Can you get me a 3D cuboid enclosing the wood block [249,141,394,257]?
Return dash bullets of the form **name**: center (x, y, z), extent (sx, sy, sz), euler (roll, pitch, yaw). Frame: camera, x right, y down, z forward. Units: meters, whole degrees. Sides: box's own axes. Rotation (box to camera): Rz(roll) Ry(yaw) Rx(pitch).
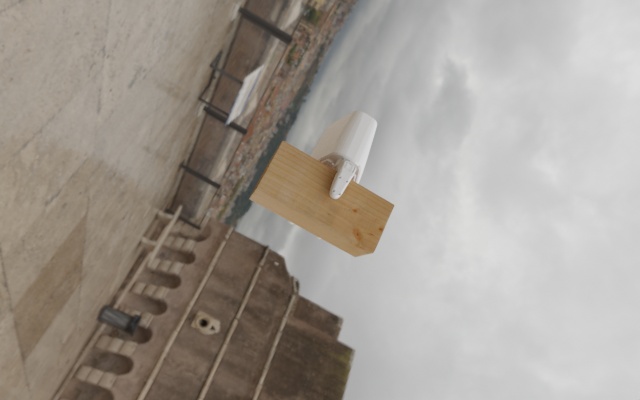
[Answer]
- **wood block**: center (0.000, 0.002, 0.773), extent (0.206, 0.090, 0.091), euler (29, -18, -8)
